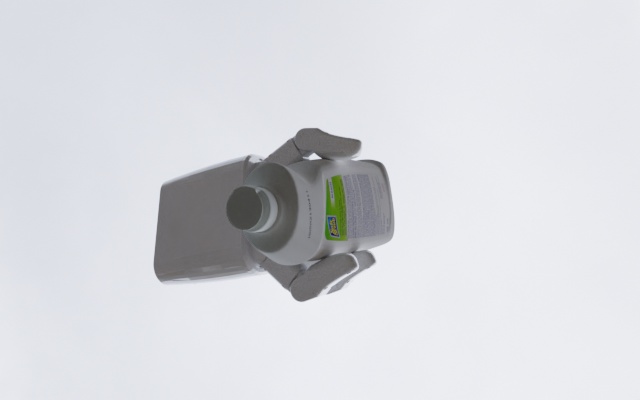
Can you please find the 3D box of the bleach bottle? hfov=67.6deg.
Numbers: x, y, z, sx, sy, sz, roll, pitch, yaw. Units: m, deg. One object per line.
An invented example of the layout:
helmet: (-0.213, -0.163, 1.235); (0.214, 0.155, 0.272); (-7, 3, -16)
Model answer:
bleach bottle: (0.000, 0.001, 0.424); (0.068, 0.102, 0.251); (-11, -7, 23)
